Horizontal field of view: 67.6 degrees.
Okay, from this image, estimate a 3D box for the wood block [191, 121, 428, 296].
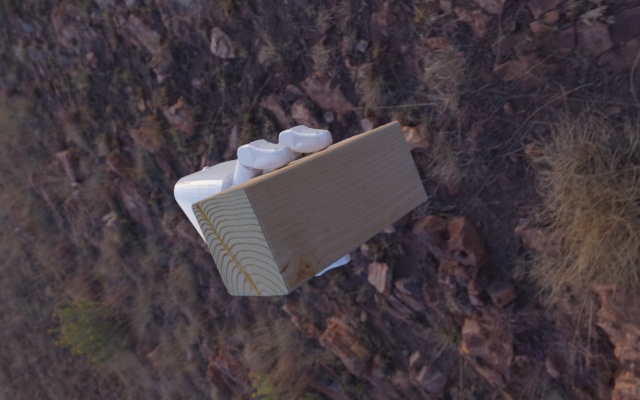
[{"bbox_3d":[0.000,0.002,0.454,0.206,0.091,0.090,-28,10,-41],"label":"wood block"}]
